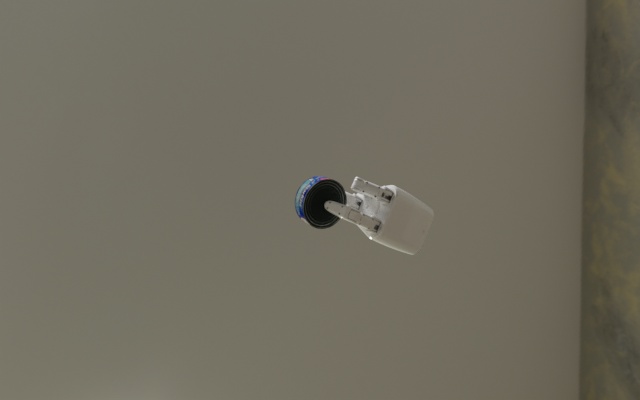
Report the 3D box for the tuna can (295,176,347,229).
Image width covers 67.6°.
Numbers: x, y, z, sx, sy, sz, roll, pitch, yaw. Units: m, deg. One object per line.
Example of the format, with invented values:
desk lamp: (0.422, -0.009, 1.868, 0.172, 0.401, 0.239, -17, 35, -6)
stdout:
tuna can: (0.000, 0.002, 0.805, 0.086, 0.086, 0.033, 0, 14, -33)
